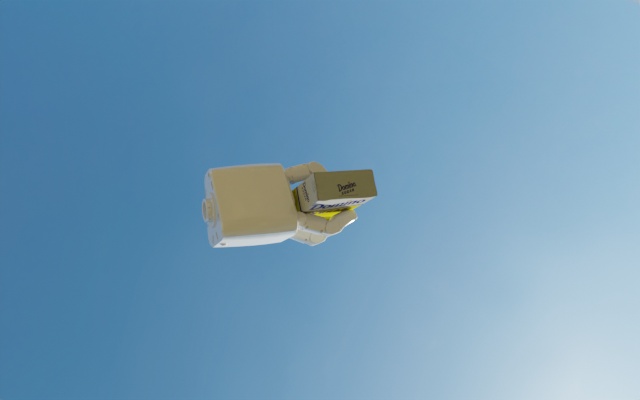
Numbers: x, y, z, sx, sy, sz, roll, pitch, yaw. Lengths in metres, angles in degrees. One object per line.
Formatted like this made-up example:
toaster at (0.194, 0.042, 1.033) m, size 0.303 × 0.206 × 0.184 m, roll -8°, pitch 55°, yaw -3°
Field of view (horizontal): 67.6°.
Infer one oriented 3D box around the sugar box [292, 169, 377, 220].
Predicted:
sugar box at (0.000, 0.003, 0.709) m, size 0.093 × 0.048 × 0.176 m, roll -5°, pitch -11°, yaw -25°
